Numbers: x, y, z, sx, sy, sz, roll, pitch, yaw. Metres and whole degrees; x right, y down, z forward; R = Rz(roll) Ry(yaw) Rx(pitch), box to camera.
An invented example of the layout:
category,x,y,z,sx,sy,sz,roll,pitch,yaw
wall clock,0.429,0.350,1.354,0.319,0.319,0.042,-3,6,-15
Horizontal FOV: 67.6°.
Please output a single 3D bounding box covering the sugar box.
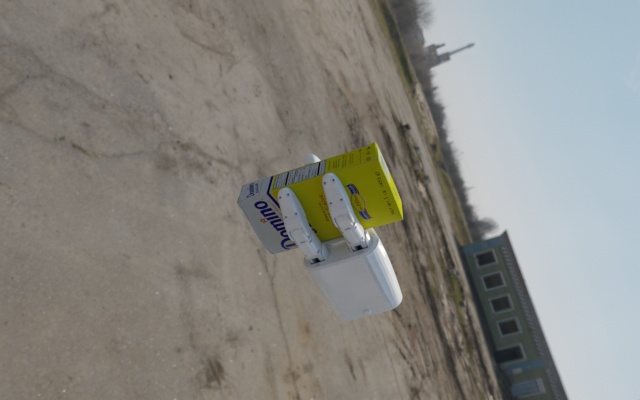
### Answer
category,x,y,z,sx,sy,sz,roll,pitch,yaw
sugar box,0.000,0.002,0.572,0.176,0.093,0.048,-18,33,15
